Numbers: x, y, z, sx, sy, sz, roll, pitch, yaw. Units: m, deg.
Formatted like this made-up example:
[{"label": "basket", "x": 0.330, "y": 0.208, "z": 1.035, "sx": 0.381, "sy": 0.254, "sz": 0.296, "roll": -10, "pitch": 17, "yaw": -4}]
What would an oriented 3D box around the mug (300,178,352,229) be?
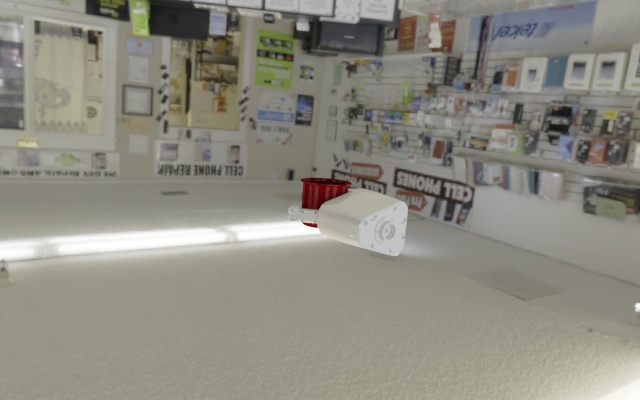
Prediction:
[{"label": "mug", "x": -0.001, "y": 0.003, "z": 0.873, "sx": 0.093, "sy": 0.081, "sz": 0.117, "roll": -3, "pitch": 12, "yaw": -37}]
